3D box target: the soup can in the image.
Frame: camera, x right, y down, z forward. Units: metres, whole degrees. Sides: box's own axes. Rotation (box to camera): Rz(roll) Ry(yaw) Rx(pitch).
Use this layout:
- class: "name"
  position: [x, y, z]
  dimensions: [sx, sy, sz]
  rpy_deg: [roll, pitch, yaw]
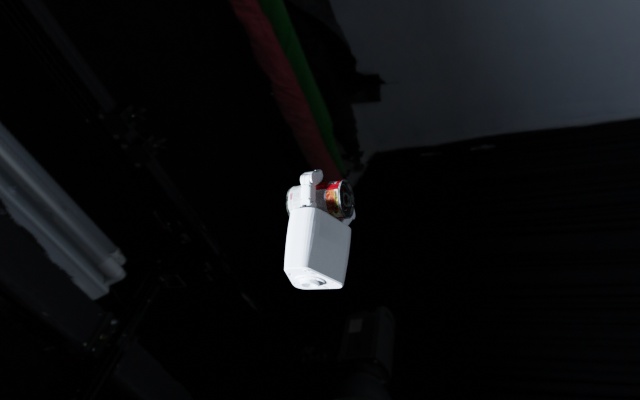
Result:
- class: "soup can"
  position: [0.000, 0.002, 0.835]
  dimensions: [0.102, 0.068, 0.068]
  rpy_deg: [-6, -3, 25]
